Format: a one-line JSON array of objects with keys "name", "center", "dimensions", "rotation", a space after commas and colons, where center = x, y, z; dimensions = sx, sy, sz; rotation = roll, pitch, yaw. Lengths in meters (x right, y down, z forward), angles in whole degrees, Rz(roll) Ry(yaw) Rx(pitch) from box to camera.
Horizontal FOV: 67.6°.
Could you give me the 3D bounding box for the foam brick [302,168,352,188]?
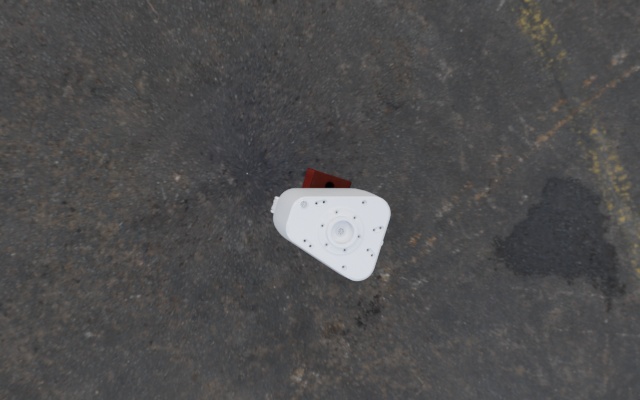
[{"name": "foam brick", "center": [0.000, 0.002, 0.628], "dimensions": [0.053, 0.078, 0.051], "rotation": [17, 0, -14]}]
